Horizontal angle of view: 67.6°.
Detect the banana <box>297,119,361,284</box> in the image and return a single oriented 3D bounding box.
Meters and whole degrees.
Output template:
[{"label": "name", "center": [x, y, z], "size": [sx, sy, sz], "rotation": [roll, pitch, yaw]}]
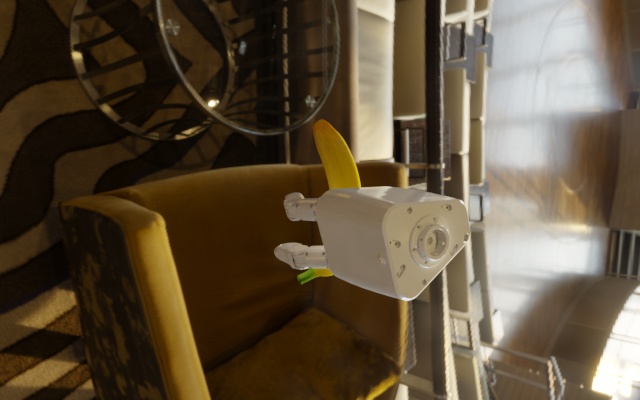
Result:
[{"label": "banana", "center": [0.017, 0.006, 0.564], "size": [0.069, 0.198, 0.037], "rotation": [3, 8, -19]}]
